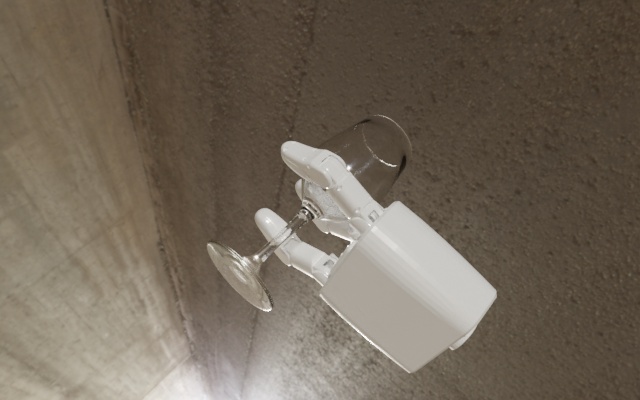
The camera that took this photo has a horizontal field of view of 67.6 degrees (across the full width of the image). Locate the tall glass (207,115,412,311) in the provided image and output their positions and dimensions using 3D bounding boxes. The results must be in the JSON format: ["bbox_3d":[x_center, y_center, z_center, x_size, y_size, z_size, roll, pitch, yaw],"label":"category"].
[{"bbox_3d":[0.000,0.002,0.425,0.201,0.079,0.079,-43,23,-28],"label":"tall glass"}]
